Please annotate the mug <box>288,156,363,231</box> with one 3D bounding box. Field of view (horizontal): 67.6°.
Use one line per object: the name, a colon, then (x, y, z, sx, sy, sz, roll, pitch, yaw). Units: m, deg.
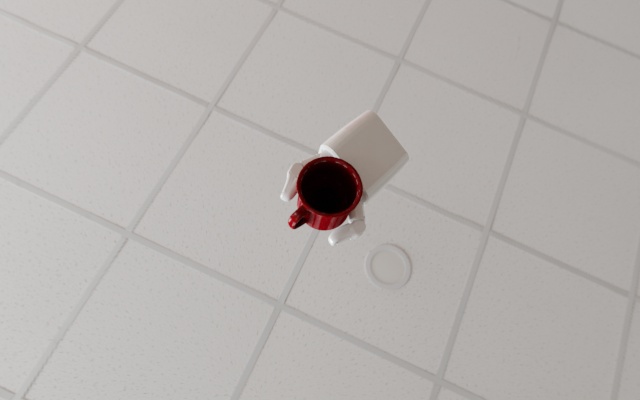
mug: (-0.001, 0.003, 0.693, 0.117, 0.093, 0.081, -41, -12, -20)
